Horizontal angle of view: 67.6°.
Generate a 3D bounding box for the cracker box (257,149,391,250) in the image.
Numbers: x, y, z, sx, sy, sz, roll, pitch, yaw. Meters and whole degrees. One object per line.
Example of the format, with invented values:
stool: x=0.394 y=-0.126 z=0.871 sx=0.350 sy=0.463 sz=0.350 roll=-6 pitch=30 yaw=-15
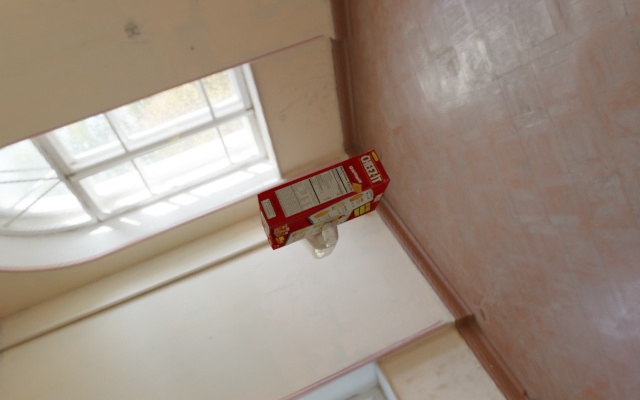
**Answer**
cracker box: x=0.000 y=0.003 z=0.838 sx=0.213 sy=0.072 sz=0.164 roll=-22 pitch=-16 yaw=-10
